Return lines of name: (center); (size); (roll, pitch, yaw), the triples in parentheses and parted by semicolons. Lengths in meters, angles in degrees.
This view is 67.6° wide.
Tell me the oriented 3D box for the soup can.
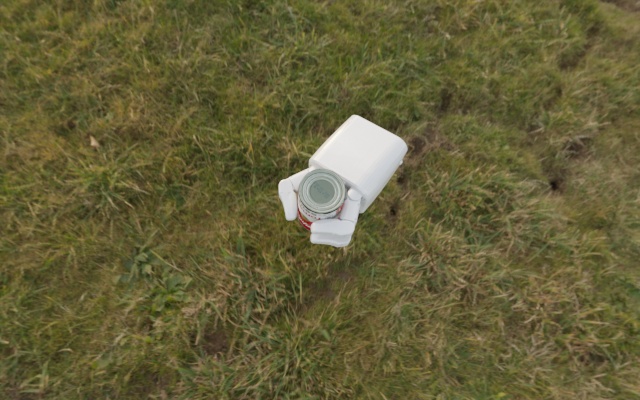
soup can: (0.000, 0.002, 0.698); (0.068, 0.068, 0.102); (0, -18, -3)
